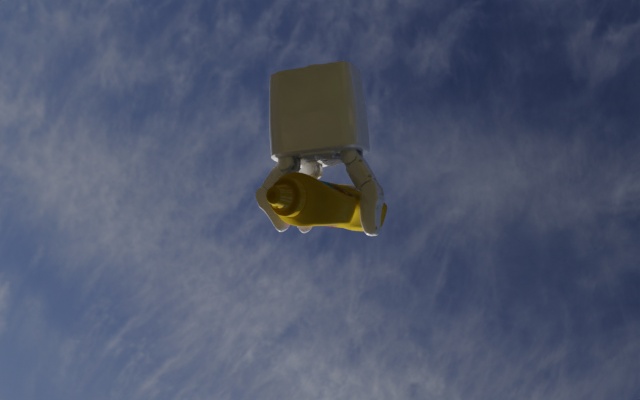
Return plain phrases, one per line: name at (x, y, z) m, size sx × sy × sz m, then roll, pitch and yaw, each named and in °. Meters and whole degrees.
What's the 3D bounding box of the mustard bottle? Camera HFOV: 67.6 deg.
mustard bottle at (0.000, 0.002, 0.560) m, size 0.096 × 0.058 × 0.191 m, roll 20°, pitch 5°, yaw 30°
